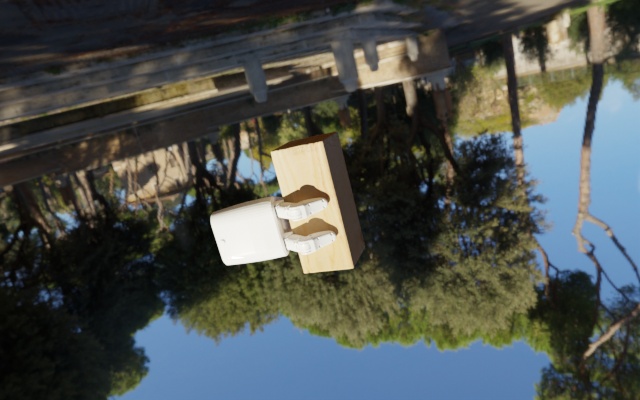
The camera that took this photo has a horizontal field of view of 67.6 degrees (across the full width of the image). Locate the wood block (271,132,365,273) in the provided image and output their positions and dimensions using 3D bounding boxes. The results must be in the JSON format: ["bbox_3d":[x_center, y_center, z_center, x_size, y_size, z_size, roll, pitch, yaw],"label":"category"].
[{"bbox_3d":[0.000,0.003,0.779,0.090,0.206,0.090,-9,15,20],"label":"wood block"}]
